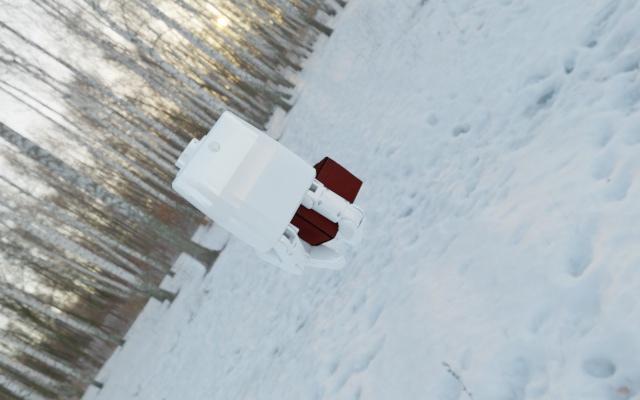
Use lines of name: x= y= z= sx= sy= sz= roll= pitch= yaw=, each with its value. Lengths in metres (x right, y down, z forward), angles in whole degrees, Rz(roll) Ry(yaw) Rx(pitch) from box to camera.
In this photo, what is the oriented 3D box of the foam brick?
foam brick: x=0.000 y=0.002 z=0.515 sx=0.051 sy=0.078 sz=0.053 roll=35 pitch=-27 yaw=-12
